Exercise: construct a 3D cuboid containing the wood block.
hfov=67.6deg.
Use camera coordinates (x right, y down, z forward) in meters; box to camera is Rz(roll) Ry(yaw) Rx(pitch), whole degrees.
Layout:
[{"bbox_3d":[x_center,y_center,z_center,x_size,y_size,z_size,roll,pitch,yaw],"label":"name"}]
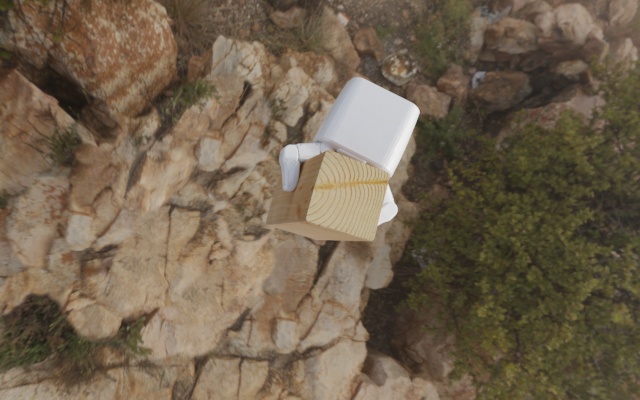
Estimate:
[{"bbox_3d":[0.000,0.002,0.658,0.091,0.090,0.206,19,-10,-17],"label":"wood block"}]
